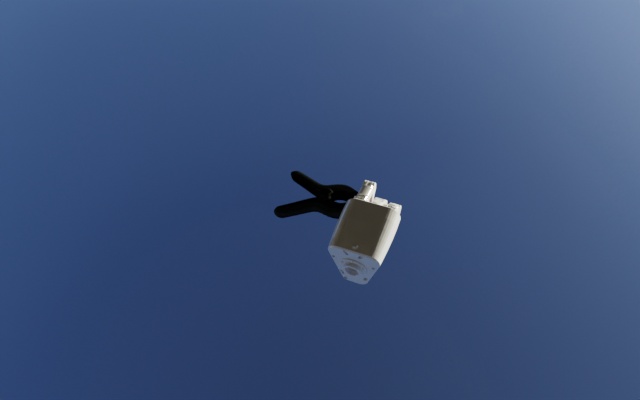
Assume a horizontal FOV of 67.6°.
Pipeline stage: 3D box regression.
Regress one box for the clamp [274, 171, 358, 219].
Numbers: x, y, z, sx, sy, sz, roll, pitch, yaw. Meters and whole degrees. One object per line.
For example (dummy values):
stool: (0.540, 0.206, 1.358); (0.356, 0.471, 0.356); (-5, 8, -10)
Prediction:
clamp: (0.000, 0.003, 0.891); (0.171, 0.120, 0.039); (14, -38, 19)
